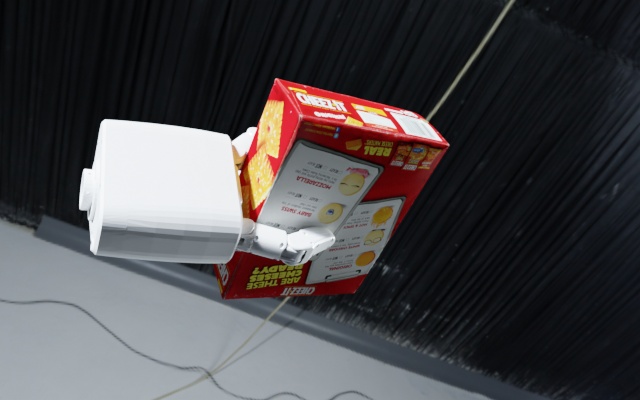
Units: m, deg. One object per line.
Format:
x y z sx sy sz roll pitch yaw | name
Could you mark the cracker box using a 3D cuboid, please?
0.000 0.002 0.476 0.164 0.214 0.072 5 38 -32 | cracker box
